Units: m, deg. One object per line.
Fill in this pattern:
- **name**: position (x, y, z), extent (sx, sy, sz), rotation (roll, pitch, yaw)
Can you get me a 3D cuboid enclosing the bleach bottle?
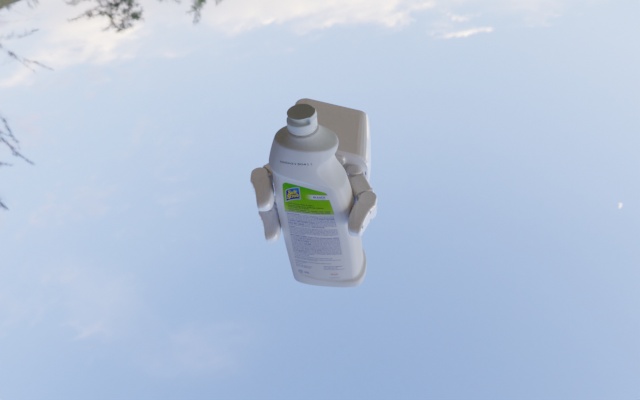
- **bleach bottle**: position (0.000, 0.002, 0.556), extent (0.102, 0.251, 0.068), rotation (1, 45, 8)
